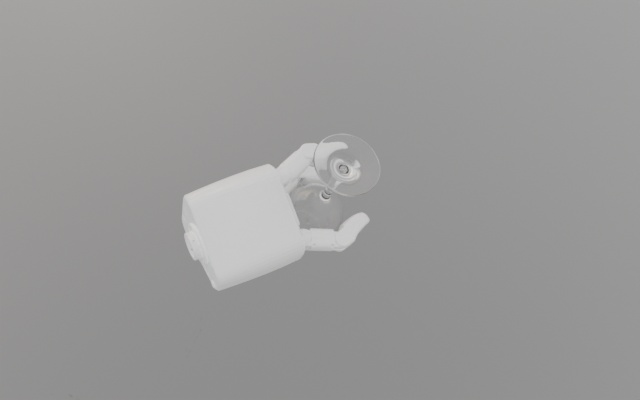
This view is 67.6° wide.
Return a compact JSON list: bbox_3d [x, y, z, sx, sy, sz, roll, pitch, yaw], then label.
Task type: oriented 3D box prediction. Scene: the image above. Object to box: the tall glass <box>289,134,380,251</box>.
[{"bbox_3d":[0.000,0.002,0.587,0.079,0.079,0.201,0,-24,-18],"label":"tall glass"}]
